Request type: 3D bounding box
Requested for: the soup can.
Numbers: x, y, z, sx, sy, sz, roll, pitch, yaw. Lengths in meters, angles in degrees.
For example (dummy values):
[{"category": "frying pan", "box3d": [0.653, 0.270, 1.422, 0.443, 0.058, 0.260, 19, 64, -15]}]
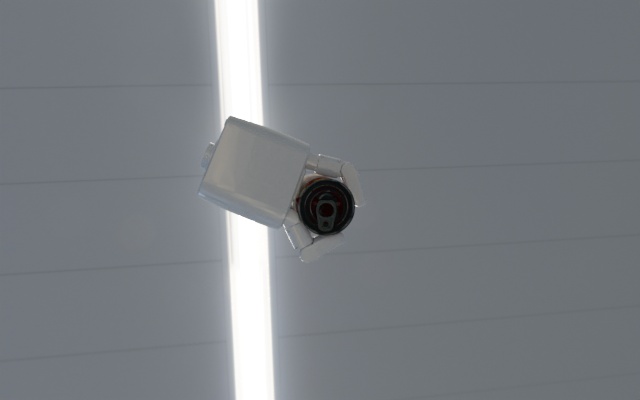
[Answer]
[{"category": "soup can", "box3d": [0.001, 0.002, 0.608, 0.068, 0.068, 0.102, 0, 7, -9]}]
